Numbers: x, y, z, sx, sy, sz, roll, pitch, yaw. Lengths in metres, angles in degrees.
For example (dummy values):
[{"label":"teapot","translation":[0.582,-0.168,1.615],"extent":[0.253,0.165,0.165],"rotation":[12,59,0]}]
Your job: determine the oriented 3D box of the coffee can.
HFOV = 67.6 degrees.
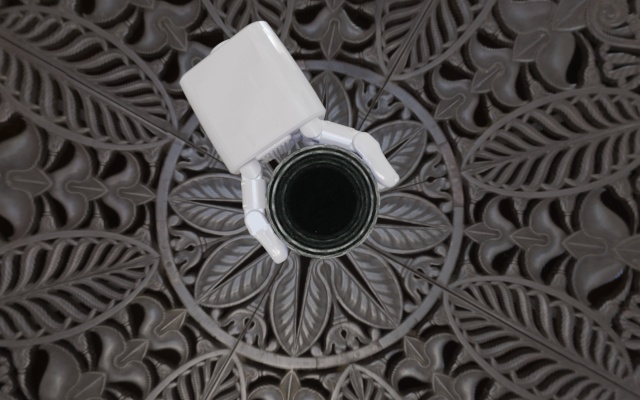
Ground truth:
[{"label":"coffee can","translation":[0.000,0.002,0.491],"extent":[0.103,0.103,0.140],"rotation":[0,-1,-2]}]
